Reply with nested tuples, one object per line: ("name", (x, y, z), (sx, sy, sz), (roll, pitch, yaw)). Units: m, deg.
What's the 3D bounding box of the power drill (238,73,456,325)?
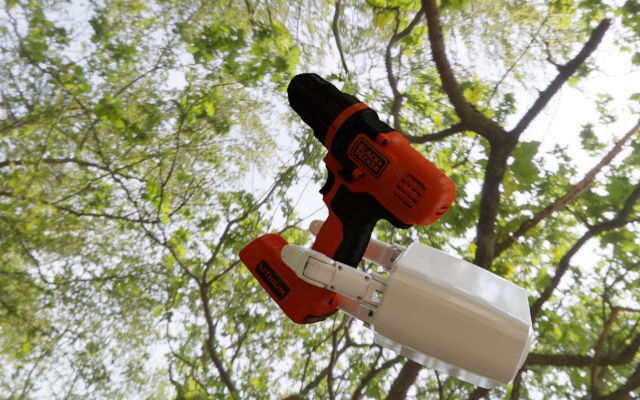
("power drill", (0.000, 0.002, 0.428), (0.184, 0.188, 0.057), (45, 27, 27))
